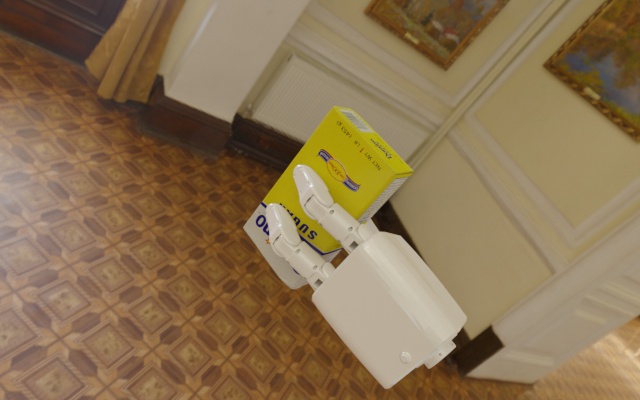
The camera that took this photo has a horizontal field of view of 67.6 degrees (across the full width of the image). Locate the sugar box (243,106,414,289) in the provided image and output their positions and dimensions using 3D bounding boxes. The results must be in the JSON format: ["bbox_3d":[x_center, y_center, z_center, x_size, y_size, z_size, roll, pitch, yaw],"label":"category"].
[{"bbox_3d":[0.000,0.002,0.485,0.176,0.093,0.048,-50,-22,26],"label":"sugar box"}]
